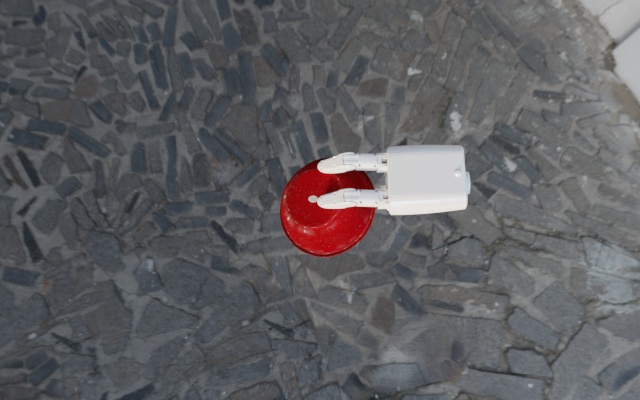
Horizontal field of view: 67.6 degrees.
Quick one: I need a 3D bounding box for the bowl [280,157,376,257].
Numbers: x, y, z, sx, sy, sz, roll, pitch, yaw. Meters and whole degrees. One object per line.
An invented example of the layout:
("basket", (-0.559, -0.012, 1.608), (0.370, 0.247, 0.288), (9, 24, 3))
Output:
("bowl", (-0.001, 0.003, 0.728), (0.162, 0.162, 0.055), (0, -14, 22))
